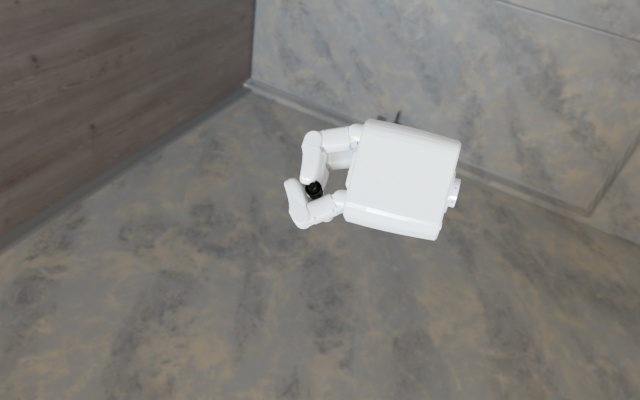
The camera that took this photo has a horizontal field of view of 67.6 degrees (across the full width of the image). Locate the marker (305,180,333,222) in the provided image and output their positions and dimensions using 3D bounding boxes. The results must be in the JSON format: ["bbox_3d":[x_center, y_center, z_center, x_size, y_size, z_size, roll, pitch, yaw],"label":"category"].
[{"bbox_3d":[0.000,0.002,0.576,0.020,0.020,0.121,0,-17,9],"label":"marker"}]
